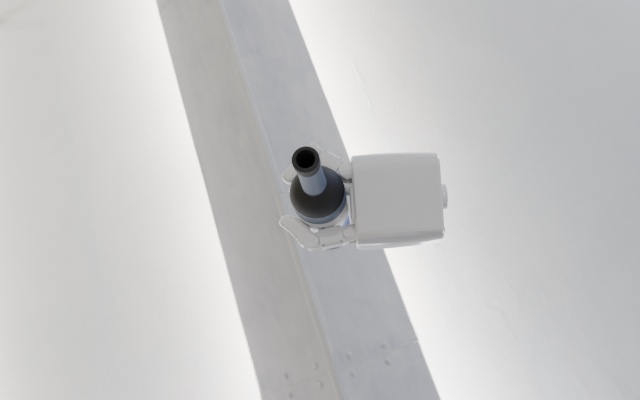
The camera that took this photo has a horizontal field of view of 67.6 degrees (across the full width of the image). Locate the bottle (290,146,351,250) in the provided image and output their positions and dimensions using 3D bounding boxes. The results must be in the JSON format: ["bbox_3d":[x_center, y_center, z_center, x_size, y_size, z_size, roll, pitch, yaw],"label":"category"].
[{"bbox_3d":[0.000,0.002,0.600,0.069,0.069,0.296,0,-17,6],"label":"bottle"}]
